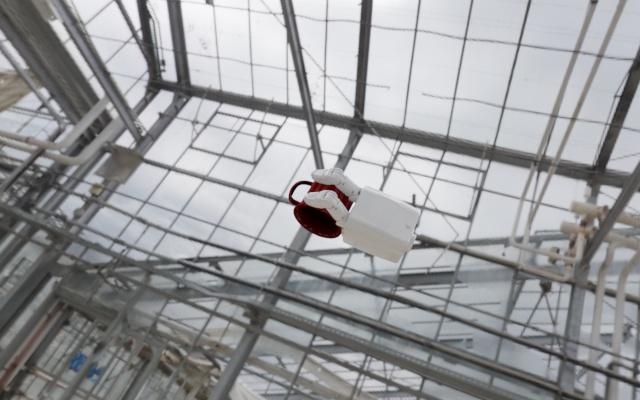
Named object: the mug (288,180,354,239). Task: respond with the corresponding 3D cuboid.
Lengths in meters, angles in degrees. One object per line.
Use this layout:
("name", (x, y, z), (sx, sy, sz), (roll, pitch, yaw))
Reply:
("mug", (-0.001, 0.002, 0.847), (0.117, 0.081, 0.093), (25, -31, 8))
